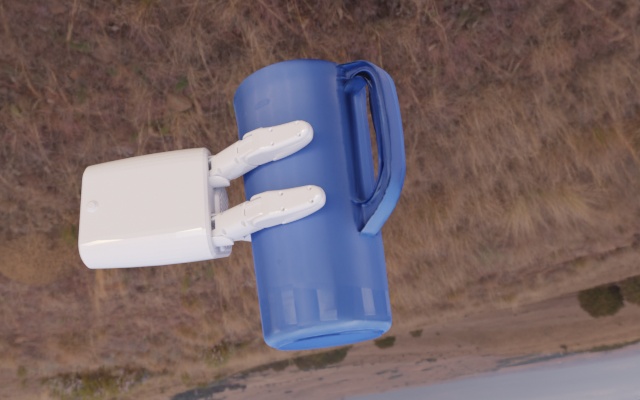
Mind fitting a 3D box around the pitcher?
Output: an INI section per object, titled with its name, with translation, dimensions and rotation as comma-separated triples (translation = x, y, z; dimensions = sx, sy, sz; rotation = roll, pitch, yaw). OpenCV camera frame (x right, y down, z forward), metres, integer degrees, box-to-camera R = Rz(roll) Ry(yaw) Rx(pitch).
[pitcher]
translation = 0.000, 0.001, 0.431
dimensions = 0.145, 0.242, 0.149
rotation = -7, -22, -3
